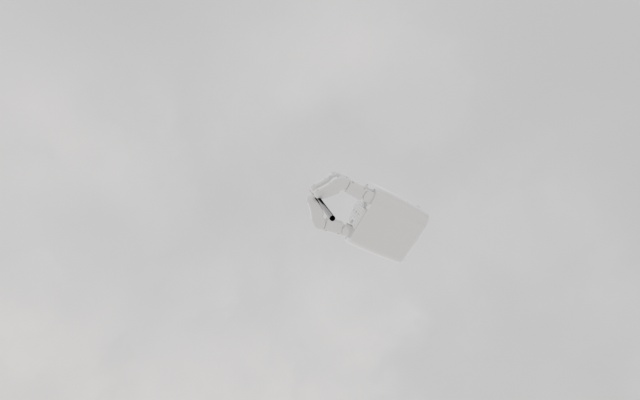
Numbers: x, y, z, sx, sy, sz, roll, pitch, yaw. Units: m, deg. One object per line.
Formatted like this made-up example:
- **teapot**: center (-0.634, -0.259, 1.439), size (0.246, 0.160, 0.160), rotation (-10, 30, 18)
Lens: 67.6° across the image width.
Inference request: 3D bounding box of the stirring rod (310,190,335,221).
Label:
- **stirring rod**: center (0.000, 0.003, 0.762), size (0.011, 0.011, 0.239), rotation (0, 10, -8)
